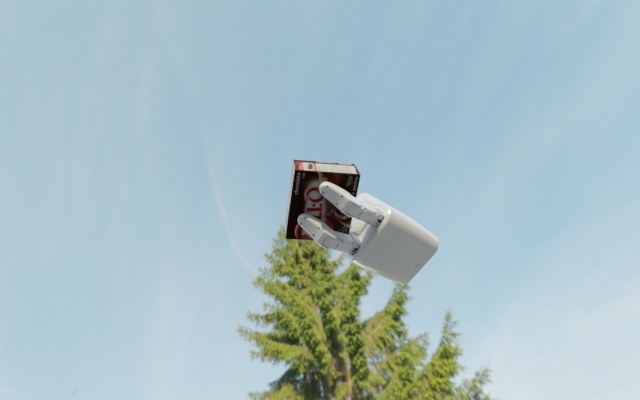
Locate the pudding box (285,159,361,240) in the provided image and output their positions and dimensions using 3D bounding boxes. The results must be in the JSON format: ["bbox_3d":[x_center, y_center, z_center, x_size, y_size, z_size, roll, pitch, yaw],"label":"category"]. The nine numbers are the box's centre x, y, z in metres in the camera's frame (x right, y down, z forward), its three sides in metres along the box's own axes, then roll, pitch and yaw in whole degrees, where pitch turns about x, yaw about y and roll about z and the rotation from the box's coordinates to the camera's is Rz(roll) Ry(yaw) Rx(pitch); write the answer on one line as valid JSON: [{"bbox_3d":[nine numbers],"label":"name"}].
[{"bbox_3d":[0.000,0.002,0.663,0.090,0.113,0.039,3,28,-11],"label":"pudding box"}]
